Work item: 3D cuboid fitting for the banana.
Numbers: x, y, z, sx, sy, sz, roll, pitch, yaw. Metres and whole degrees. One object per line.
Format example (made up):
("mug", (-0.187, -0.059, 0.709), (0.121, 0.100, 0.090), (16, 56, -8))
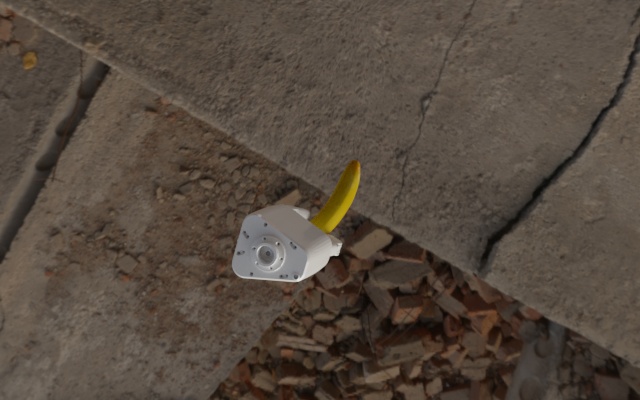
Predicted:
("banana", (0.008, 0.018, 0.819), (0.069, 0.198, 0.037), (51, 11, 28))
